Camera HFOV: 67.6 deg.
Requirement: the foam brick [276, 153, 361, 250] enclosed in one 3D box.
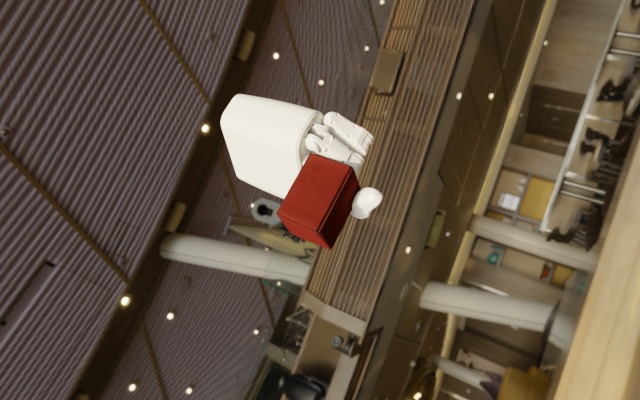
[{"bbox_3d":[0.000,0.002,0.493,0.051,0.078,0.053,20,-20,24],"label":"foam brick"}]
